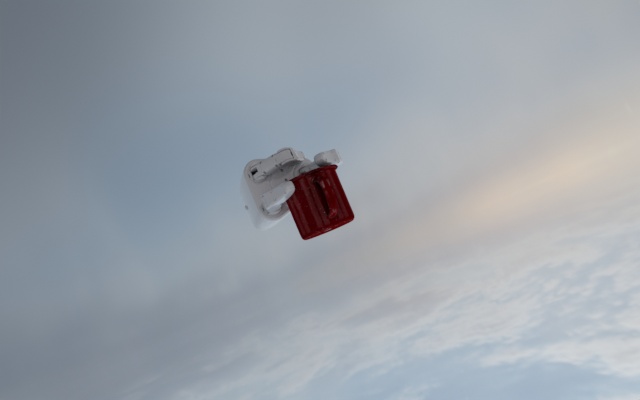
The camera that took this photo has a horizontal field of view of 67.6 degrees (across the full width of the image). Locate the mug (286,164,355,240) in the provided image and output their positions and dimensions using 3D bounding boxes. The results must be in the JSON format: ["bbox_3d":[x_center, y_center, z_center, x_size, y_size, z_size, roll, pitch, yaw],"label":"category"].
[{"bbox_3d":[0.001,0.002,0.662,0.093,0.081,0.117,-21,-7,-19],"label":"mug"}]
